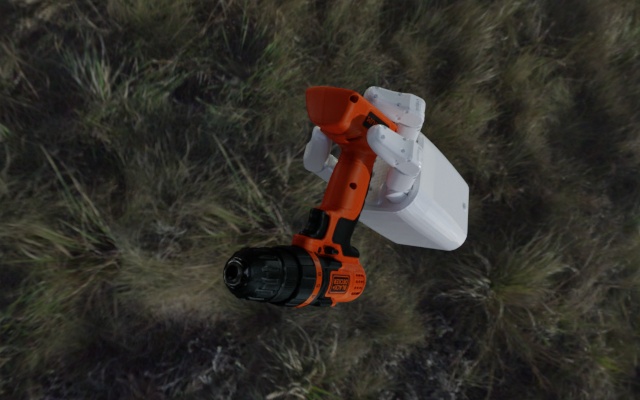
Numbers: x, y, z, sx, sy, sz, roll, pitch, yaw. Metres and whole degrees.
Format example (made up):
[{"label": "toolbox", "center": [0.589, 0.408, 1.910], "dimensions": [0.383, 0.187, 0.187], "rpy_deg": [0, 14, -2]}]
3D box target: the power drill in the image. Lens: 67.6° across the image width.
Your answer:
[{"label": "power drill", "center": [0.000, 0.001, 0.420], "dimensions": [0.057, 0.187, 0.184], "rpy_deg": [15, -2, 31]}]
